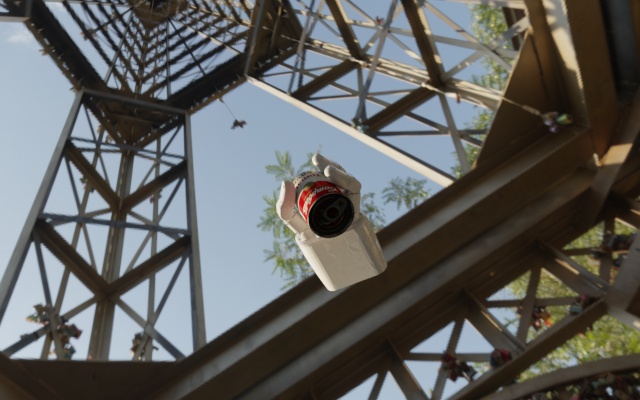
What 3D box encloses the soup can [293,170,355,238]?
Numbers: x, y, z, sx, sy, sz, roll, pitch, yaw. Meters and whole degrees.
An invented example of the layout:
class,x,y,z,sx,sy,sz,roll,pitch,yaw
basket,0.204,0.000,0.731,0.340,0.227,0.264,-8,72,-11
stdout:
class,x,y,z,sx,sy,sz,roll,pitch,yaw
soup can,0.000,0.002,0.695,0.068,0.068,0.102,0,22,-19
